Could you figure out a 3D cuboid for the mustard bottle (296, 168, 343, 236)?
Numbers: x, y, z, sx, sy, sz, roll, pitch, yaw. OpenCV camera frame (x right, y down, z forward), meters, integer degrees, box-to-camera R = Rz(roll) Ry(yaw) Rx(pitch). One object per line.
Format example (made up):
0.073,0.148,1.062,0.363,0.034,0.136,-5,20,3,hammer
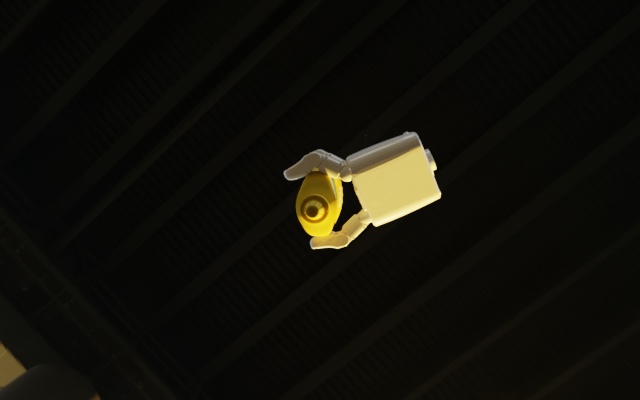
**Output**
0.000,0.002,0.713,0.058,0.096,0.191,2,8,5,mustard bottle
